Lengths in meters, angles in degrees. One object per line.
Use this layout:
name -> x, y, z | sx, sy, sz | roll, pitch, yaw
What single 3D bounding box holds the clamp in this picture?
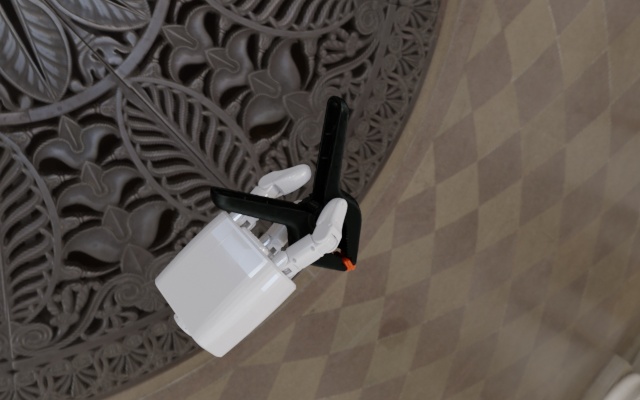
clamp -> 0.001, 0.003, 0.522 | 0.036, 0.164, 0.210 | 39, -10, 48
